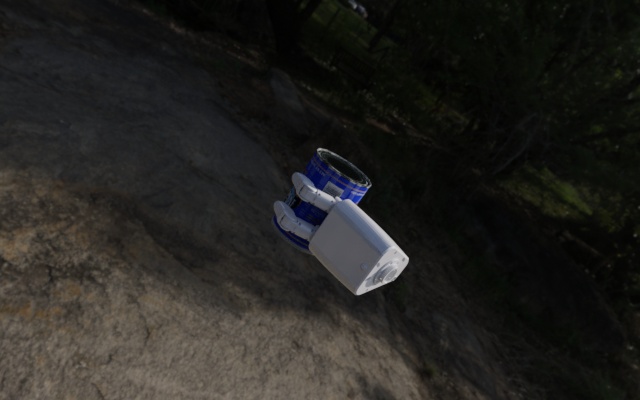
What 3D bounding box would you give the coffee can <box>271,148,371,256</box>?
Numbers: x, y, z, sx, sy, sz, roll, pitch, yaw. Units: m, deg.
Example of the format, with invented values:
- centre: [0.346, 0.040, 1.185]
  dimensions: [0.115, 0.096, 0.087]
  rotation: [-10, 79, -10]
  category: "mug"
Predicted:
- centre: [0.000, 0.003, 0.766]
  dimensions: [0.103, 0.140, 0.102]
  rotation: [31, 18, -11]
  category: "coffee can"
